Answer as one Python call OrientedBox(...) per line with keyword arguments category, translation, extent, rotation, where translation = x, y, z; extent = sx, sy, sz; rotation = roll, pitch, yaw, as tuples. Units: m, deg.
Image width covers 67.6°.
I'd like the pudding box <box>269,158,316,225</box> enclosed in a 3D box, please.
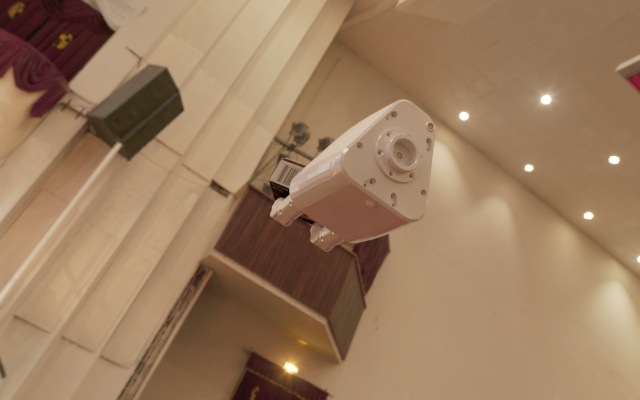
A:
OrientedBox(category="pudding box", translation=(0.000, 0.002, 0.567), extent=(0.113, 0.039, 0.090), rotation=(24, -21, 12))
